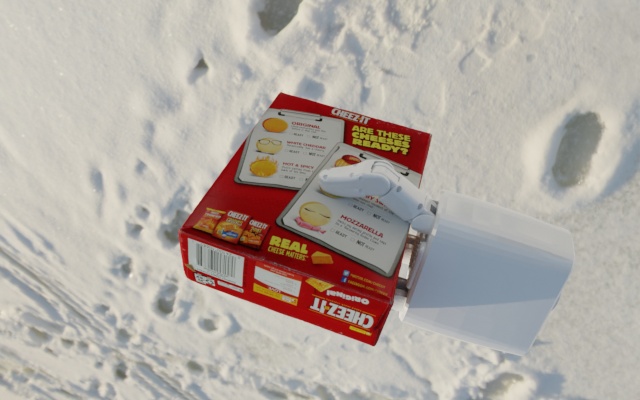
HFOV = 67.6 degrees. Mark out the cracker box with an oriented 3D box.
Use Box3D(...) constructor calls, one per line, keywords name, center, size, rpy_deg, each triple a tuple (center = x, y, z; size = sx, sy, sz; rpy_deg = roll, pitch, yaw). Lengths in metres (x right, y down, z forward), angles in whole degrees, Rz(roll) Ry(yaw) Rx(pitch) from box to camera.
Box3D(name="cracker box", center=(0.000, 0.001, 0.429), size=(0.164, 0.072, 0.213), rpy_deg=(17, 44, 7))
